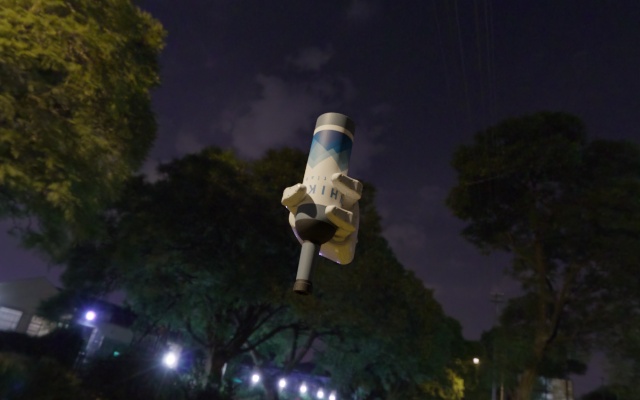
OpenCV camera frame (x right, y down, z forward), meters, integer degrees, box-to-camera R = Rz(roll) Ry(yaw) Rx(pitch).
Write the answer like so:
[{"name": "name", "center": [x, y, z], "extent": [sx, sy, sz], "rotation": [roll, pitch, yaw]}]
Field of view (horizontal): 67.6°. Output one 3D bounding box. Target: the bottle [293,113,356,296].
[{"name": "bottle", "center": [0.000, 0.002, 0.748], "extent": [0.069, 0.295, 0.069], "rotation": [9, -24, 4]}]
